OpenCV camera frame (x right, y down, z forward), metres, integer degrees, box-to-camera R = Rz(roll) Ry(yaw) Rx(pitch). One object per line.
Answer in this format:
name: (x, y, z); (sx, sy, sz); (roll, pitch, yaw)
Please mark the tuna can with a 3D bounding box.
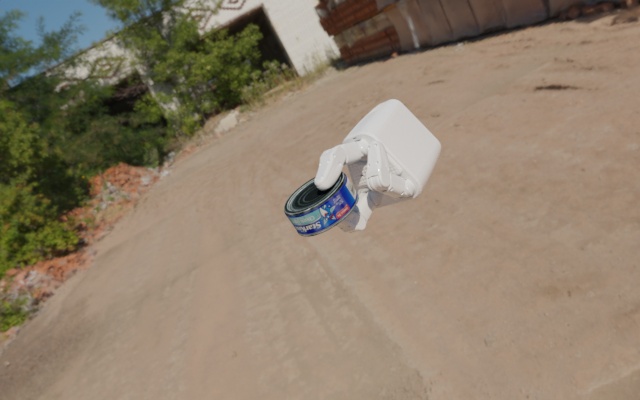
tuna can: (0.000, 0.001, 0.562); (0.086, 0.034, 0.086); (-28, 23, 13)
